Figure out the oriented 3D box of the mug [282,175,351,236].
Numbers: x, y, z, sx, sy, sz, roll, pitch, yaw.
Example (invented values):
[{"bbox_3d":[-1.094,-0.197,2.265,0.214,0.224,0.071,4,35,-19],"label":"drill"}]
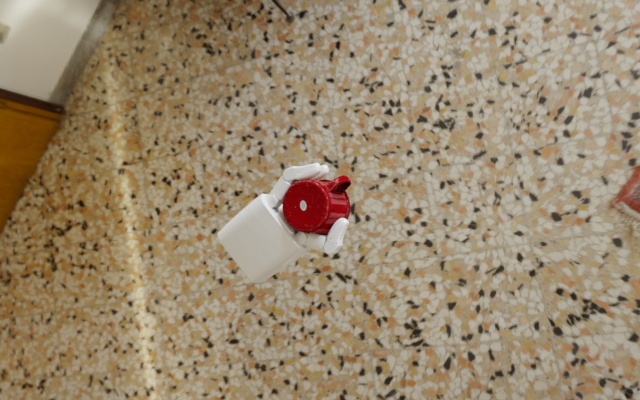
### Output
[{"bbox_3d":[0.001,0.002,0.753,0.117,0.093,0.081,-39,-16,15],"label":"mug"}]
